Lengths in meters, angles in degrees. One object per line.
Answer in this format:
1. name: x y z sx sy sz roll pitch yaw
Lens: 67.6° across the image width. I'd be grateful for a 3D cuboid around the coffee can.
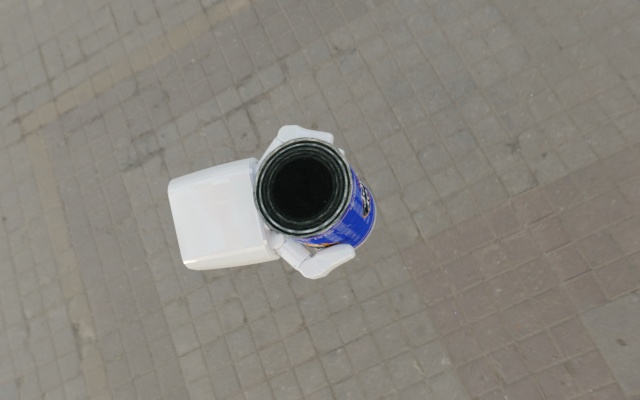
1. coffee can: 0.000 0.002 0.528 0.103 0.102 0.140 0 -13 16
